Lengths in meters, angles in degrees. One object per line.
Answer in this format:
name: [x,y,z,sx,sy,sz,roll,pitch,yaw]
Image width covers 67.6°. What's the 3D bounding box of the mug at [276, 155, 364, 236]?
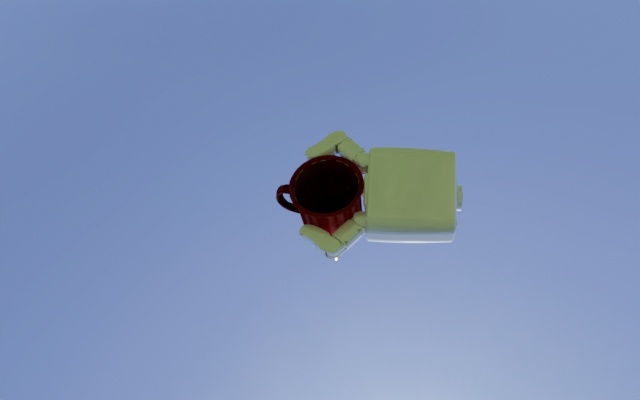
mug: [-0.001,0.002,0.618,0.117,0.093,0.082,2,-32,11]
